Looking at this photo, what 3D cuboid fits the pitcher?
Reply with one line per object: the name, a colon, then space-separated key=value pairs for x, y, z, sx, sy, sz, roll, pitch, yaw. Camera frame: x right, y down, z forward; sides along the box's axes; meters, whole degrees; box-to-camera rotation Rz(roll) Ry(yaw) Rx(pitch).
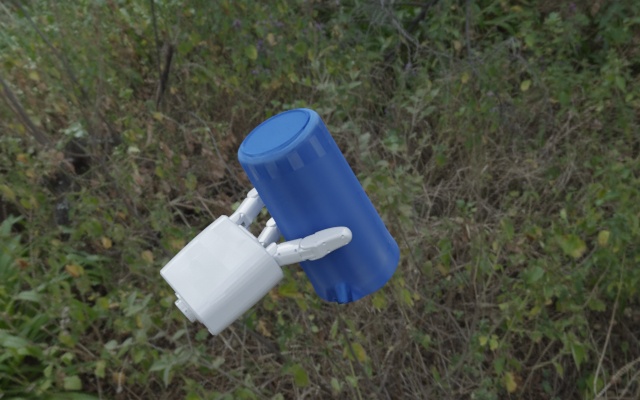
pitcher: x=0.000 y=0.002 z=0.622 sx=0.145 sy=0.243 sz=0.149 roll=-40 pitch=33 yaw=-16
